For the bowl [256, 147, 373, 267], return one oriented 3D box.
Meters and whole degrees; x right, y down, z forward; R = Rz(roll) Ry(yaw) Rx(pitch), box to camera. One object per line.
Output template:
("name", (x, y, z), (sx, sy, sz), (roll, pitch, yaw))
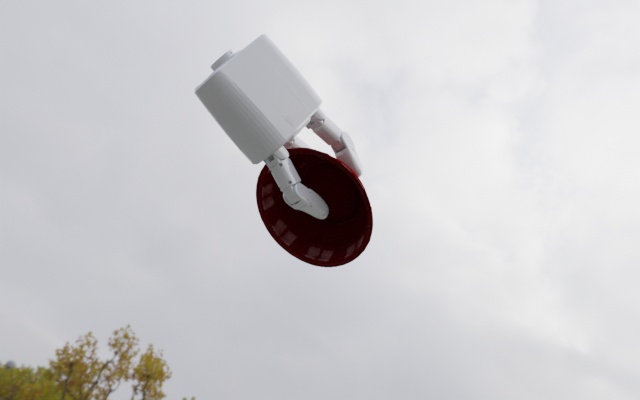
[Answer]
("bowl", (0.001, 0.003, 0.603), (0.162, 0.162, 0.055), (0, 24, 30))
